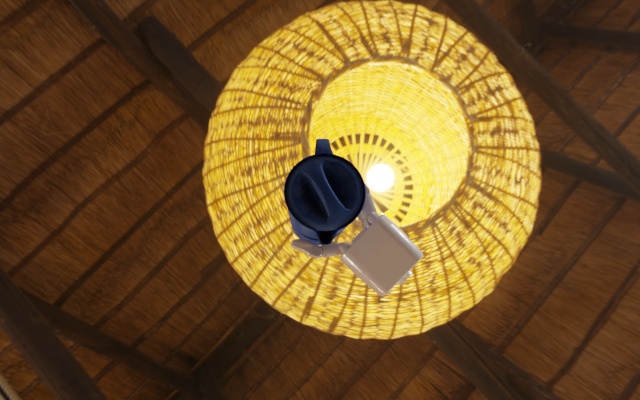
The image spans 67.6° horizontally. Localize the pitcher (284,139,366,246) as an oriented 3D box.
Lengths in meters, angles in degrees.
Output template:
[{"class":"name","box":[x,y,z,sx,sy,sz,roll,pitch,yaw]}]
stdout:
[{"class":"pitcher","box":[0.000,0.003,0.884,0.145,0.149,0.243,42,-13,6]}]
